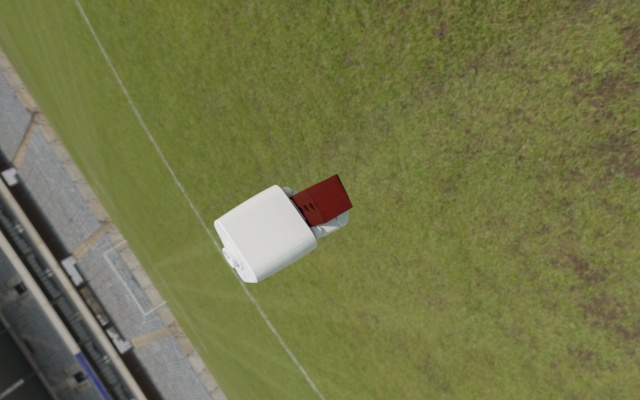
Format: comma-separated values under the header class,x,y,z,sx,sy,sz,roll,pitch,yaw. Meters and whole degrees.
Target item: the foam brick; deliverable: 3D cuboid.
class,x,y,z,sx,sy,sz,roll,pitch,yaw
foam brick,0.000,0.002,0.683,0.051,0.053,0.078,-28,3,-23
